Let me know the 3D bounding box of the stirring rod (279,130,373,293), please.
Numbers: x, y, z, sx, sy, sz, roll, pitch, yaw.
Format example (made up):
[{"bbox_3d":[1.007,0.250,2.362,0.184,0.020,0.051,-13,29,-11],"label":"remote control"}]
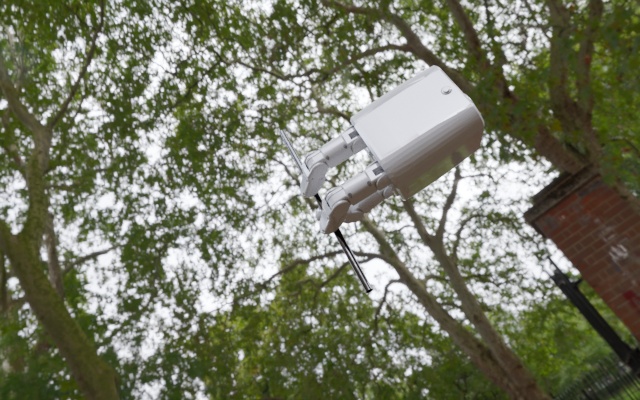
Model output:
[{"bbox_3d":[0.000,0.002,0.541,0.011,0.239,0.011,-20,-34,-14],"label":"stirring rod"}]
